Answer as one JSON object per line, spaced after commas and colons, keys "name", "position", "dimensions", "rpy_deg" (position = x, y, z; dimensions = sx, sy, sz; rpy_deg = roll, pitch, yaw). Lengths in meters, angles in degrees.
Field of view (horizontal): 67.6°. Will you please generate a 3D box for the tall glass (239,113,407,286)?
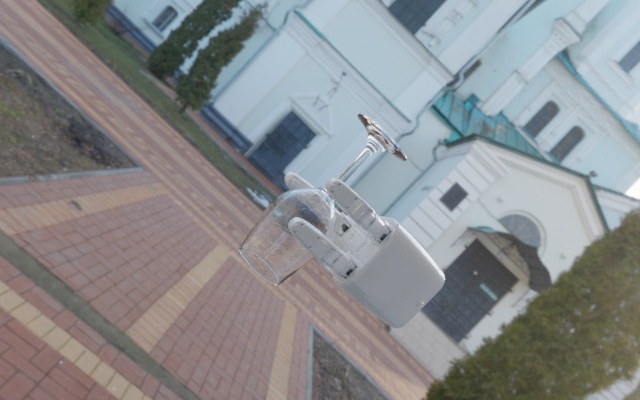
{"name": "tall glass", "position": [0.000, 0.001, 0.531], "dimensions": [0.079, 0.201, 0.079], "rpy_deg": [44, 1, -1]}
